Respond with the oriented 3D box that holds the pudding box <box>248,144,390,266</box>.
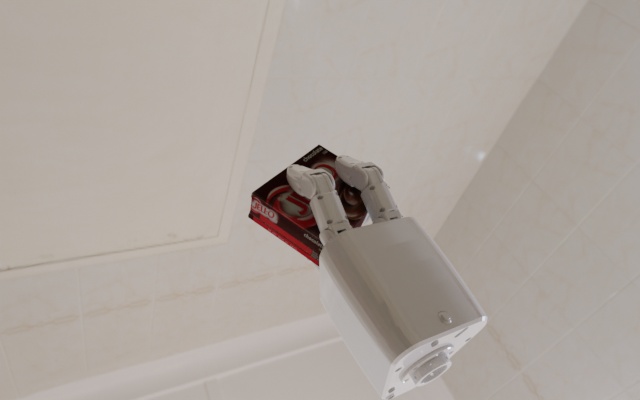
[{"bbox_3d":[0.000,0.002,0.461,0.090,0.039,0.113,34,42,15],"label":"pudding box"}]
